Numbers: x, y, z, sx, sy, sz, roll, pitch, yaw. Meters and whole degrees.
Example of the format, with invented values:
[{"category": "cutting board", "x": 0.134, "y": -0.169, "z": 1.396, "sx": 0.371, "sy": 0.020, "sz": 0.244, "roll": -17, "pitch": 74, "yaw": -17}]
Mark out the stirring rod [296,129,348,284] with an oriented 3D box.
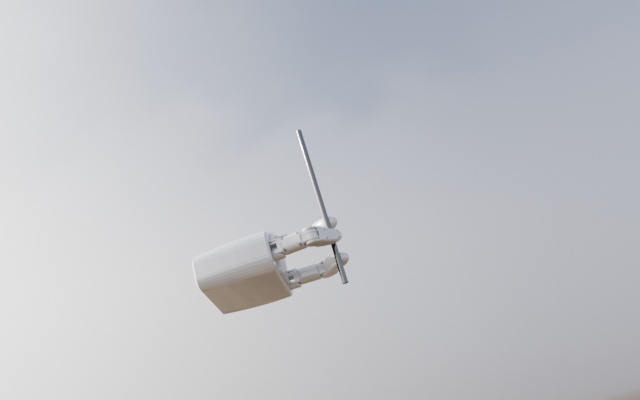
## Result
[{"category": "stirring rod", "x": 0.000, "y": 0.002, "z": 0.673, "sx": 0.011, "sy": 0.239, "sz": 0.011, "roll": -15, "pitch": -22, "yaw": -6}]
